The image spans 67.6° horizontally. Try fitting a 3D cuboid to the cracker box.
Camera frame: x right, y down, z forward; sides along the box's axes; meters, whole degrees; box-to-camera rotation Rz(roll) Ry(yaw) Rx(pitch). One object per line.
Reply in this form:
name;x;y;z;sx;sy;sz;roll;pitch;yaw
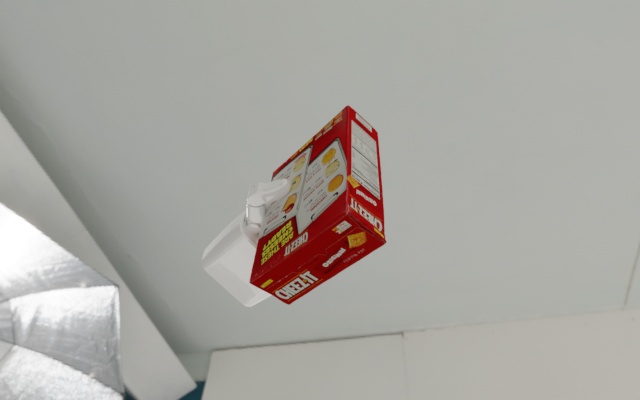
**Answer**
cracker box;0.000;0.002;0.607;0.072;0.213;0.164;36;-56;-25
